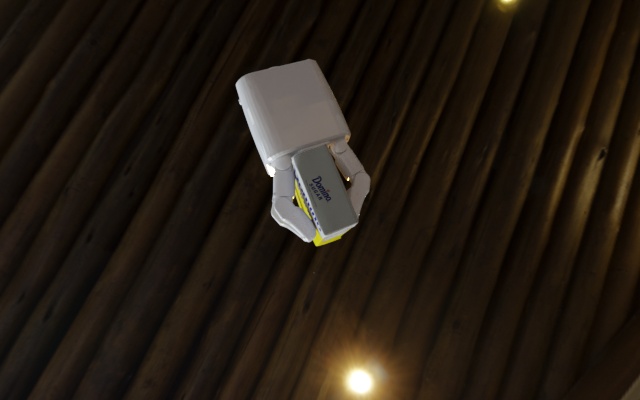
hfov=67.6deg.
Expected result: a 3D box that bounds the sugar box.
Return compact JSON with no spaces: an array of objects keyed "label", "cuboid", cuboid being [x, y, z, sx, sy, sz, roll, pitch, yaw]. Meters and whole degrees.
[{"label":"sugar box","cuboid":[0.000,0.002,0.578,0.048,0.093,0.176,-22,-8,-4]}]
